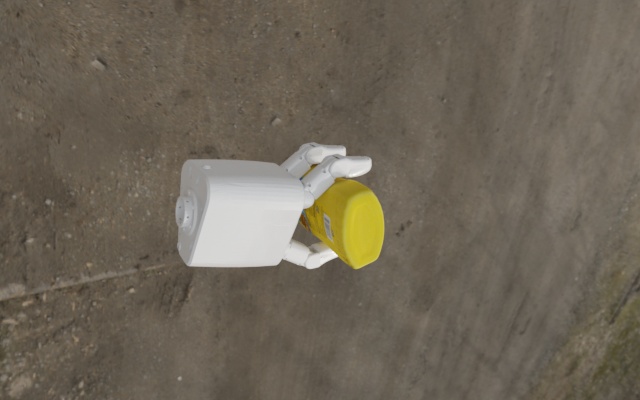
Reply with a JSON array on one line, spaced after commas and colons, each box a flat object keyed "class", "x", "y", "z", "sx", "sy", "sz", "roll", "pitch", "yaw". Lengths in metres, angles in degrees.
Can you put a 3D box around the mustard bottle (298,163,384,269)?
[{"class": "mustard bottle", "x": 0.001, "y": 0.002, "z": 0.593, "sx": 0.058, "sy": 0.096, "sz": 0.191, "roll": -23, "pitch": 31, "yaw": -23}]
